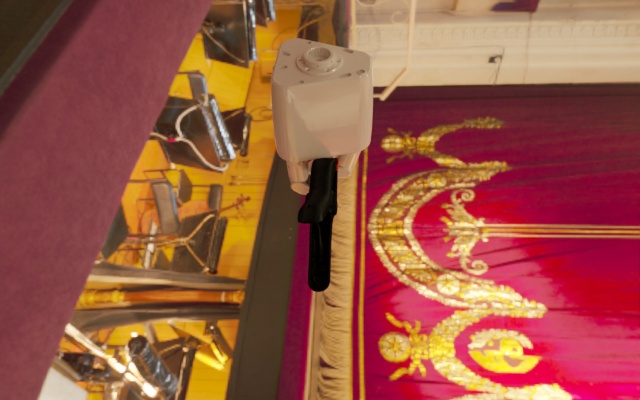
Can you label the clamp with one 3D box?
[{"bbox_3d":[0.001,0.002,0.537,0.039,0.171,0.120,2,-39,2],"label":"clamp"}]
